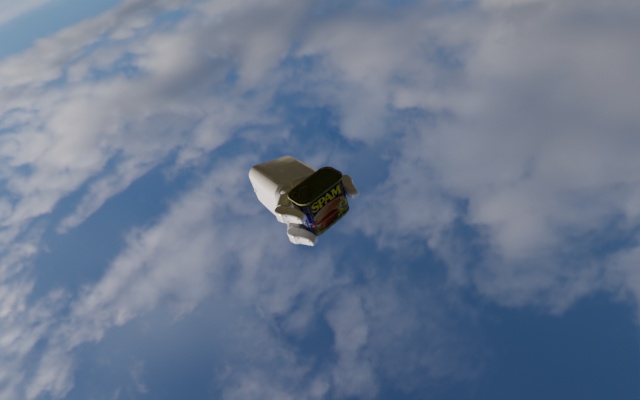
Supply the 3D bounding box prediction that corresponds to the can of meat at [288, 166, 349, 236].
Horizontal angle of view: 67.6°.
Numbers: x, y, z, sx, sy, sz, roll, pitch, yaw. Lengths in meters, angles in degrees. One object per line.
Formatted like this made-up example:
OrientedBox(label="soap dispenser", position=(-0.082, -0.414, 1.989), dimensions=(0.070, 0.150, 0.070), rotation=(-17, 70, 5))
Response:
OrientedBox(label="can of meat", position=(0.000, 0.003, 0.862), dimensions=(0.102, 0.084, 0.057), rotation=(-38, 44, -22))
